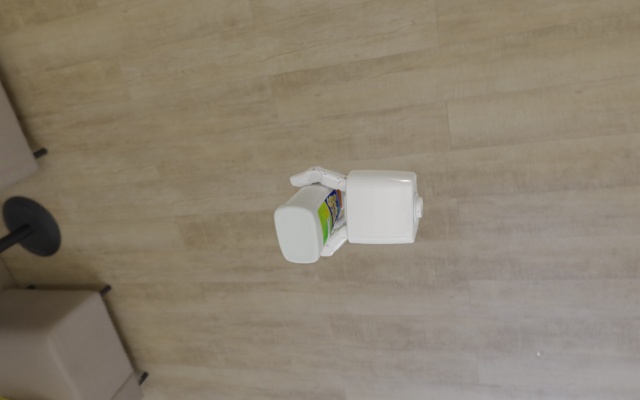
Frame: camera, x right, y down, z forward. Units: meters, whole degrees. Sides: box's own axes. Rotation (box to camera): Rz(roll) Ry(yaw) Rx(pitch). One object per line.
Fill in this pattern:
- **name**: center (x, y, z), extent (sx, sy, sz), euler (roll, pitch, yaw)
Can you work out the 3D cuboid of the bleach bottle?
- **bleach bottle**: center (0.000, 0.003, 0.822), extent (0.068, 0.103, 0.250), euler (0, 25, 18)
